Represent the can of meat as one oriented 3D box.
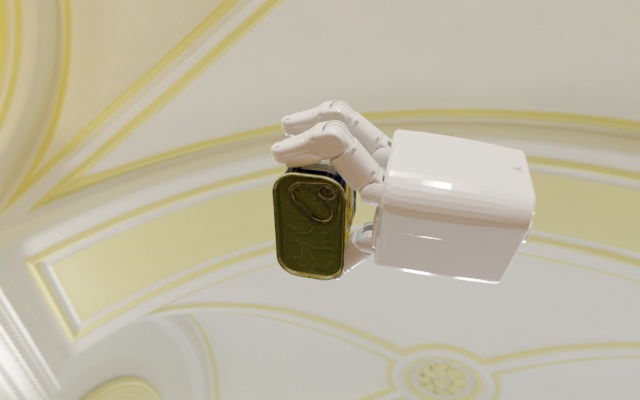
[{"bbox_3d":[0.000,0.001,0.409,0.057,0.102,0.084,7,35,11],"label":"can of meat"}]
